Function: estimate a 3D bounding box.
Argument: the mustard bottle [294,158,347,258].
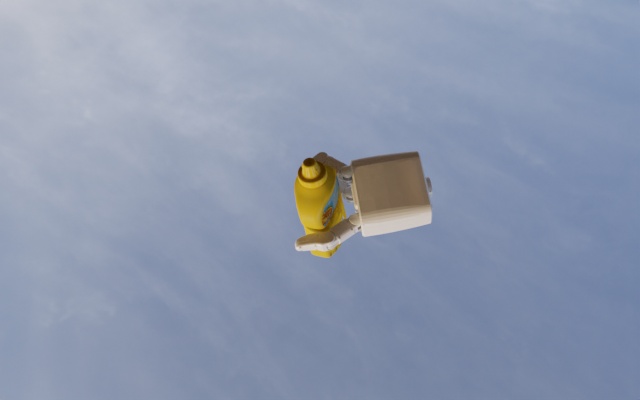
[{"bbox_3d":[0.000,0.002,0.717,0.058,0.096,0.192,12,-31,18],"label":"mustard bottle"}]
